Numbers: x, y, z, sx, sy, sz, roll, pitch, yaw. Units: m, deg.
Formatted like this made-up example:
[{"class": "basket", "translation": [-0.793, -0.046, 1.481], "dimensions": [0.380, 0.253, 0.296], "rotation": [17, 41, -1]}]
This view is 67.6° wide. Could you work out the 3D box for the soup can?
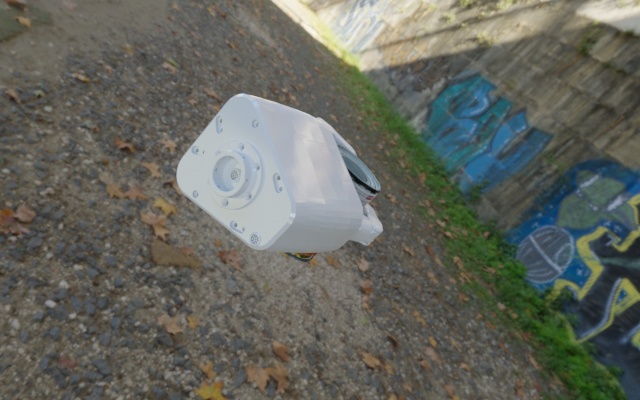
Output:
[{"class": "soup can", "translation": [0.001, 0.001, 0.465], "dimensions": [0.102, 0.068, 0.068], "rotation": [-46, -18, 18]}]
